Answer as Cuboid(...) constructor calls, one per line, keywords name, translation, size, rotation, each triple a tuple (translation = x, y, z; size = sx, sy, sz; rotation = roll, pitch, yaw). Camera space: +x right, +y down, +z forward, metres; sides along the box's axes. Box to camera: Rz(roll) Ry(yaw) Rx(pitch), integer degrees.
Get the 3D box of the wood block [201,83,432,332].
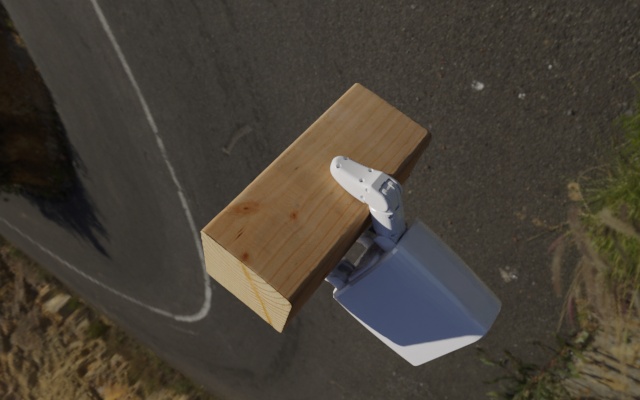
Cuboid(name="wood block", translation=(0.000, 0.002, 0.430), size=(0.090, 0.206, 0.091), rotation=(37, -28, 10))
